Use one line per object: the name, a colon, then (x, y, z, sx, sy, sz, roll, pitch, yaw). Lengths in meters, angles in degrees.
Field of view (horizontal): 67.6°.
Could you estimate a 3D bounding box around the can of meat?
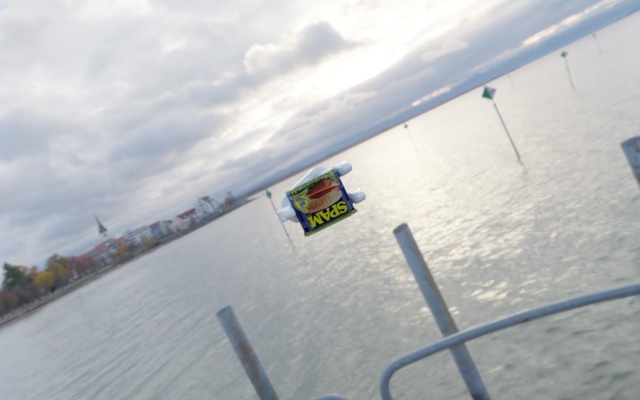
can of meat: (0.000, 0.002, 0.823, 0.102, 0.084, 0.057, -26, 4, -3)
